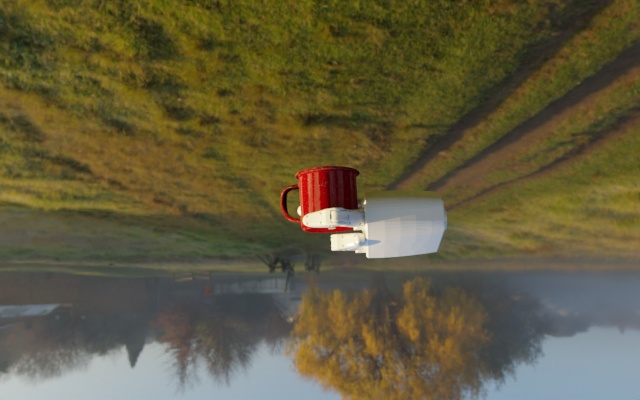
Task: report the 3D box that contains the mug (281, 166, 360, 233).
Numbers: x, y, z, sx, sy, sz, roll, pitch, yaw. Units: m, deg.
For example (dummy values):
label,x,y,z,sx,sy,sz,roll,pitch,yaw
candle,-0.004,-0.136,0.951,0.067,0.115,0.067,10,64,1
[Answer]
label,x,y,z,sx,sy,sz,roll,pitch,yaw
mug,-0.001,0.003,0.686,0.117,0.081,0.093,-4,-10,6
